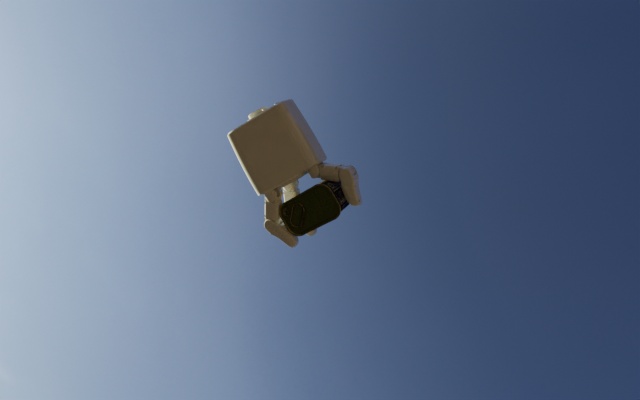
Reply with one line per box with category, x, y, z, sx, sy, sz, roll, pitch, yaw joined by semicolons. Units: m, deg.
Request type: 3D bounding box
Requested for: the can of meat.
can of meat;0.000;0.002;0.733;0.102;0.057;0.084;-28;4;32
